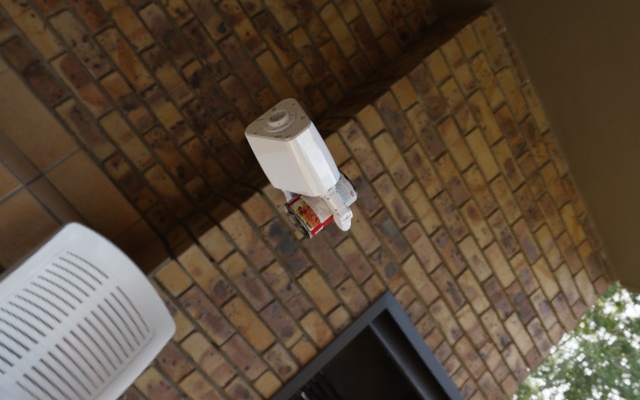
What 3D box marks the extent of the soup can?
[{"bbox_3d":[0.001,0.003,0.753,0.102,0.068,0.068,-40,11,-14],"label":"soup can"}]
